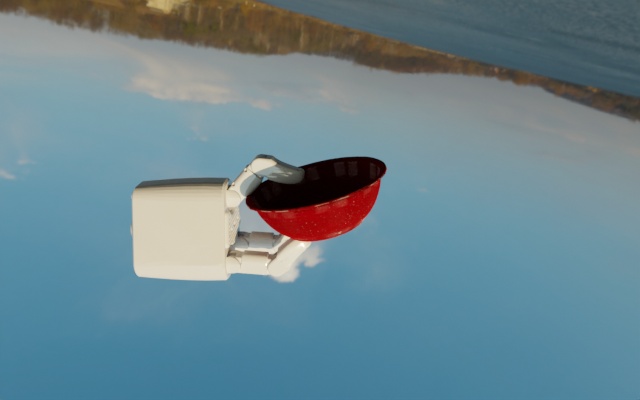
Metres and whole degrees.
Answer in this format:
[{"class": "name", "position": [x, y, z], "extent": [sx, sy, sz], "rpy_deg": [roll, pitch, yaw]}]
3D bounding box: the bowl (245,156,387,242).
[{"class": "bowl", "position": [0.001, 0.002, 0.540], "extent": [0.162, 0.055, 0.162], "rpy_deg": [-13, 19, 5]}]
